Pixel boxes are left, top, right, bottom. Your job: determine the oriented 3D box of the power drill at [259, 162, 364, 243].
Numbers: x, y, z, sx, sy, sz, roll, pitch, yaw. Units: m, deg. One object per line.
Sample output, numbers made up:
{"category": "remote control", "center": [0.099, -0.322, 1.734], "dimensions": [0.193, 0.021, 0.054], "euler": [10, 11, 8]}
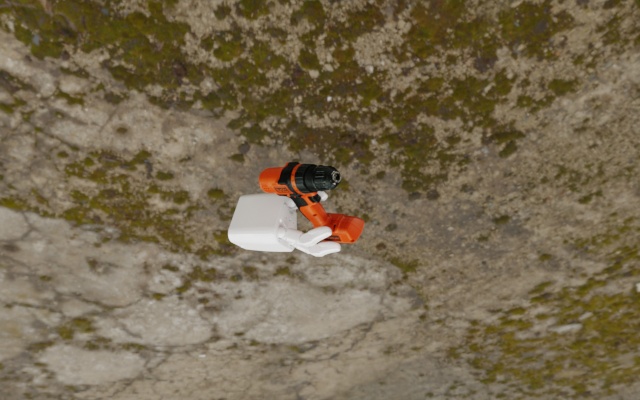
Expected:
{"category": "power drill", "center": [0.000, 0.003, 0.861], "dimensions": [0.184, 0.057, 0.188], "euler": [3, -37, 46]}
